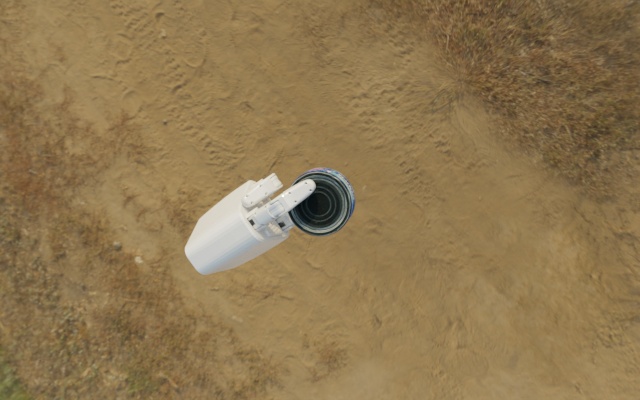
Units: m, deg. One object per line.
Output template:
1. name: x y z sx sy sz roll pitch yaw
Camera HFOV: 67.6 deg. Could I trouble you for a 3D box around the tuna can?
1. tuna can: 0.000 0.002 0.610 0.086 0.086 0.033 0 11 12
